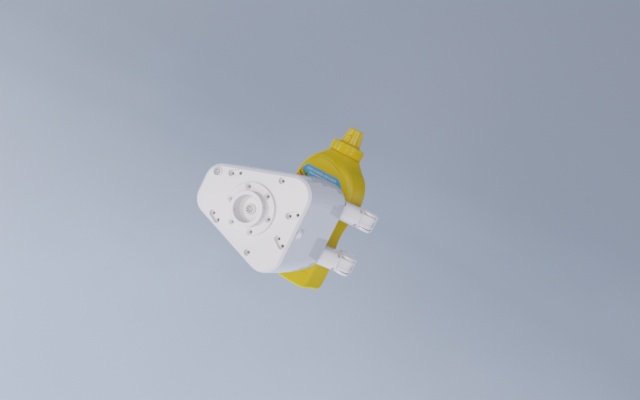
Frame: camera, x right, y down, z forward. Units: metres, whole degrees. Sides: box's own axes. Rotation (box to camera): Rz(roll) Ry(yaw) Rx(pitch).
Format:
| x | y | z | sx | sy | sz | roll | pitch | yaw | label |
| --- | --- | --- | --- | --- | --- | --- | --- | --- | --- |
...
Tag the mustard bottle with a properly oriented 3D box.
| x | y | z | sx | sy | sz | roll | pitch | yaw | label |
| --- | --- | --- | --- | --- | --- | --- | --- | --- | --- |
| 0.000 | 0.002 | 0.574 | 0.096 | 0.191 | 0.058 | 31 | 6 | 41 | mustard bottle |
